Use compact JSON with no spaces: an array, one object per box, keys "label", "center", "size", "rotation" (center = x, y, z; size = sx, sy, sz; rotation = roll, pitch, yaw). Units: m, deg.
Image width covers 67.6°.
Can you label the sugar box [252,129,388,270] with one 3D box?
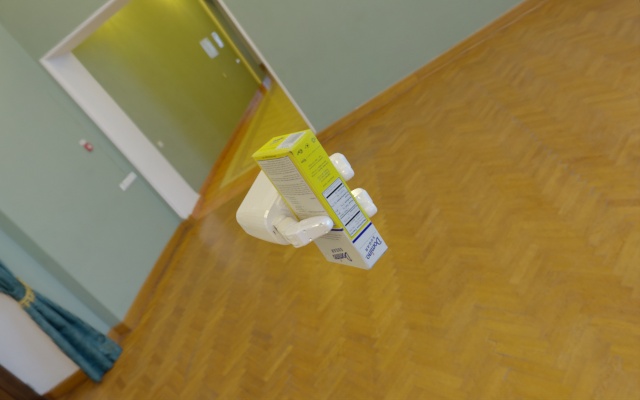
[{"label":"sugar box","center":[0.000,0.001,0.576],"size":[0.048,0.176,0.093],"rotation":[-47,24,-23]}]
